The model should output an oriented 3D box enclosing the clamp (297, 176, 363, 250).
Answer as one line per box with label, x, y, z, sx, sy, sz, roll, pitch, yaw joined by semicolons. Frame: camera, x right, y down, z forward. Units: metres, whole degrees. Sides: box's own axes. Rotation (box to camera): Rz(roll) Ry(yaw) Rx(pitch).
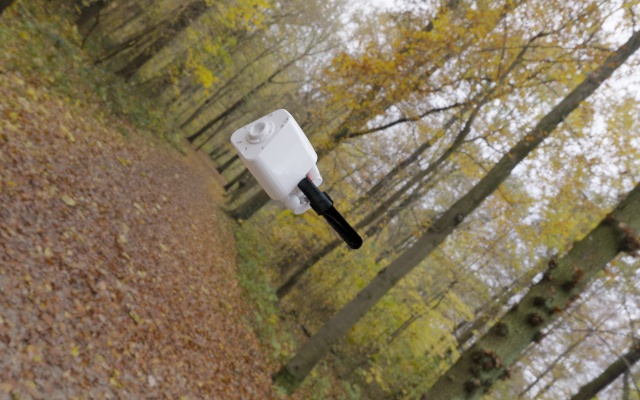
clamp;0.001;0.002;0.794;0.171;0.039;0.120;46;-7;42
